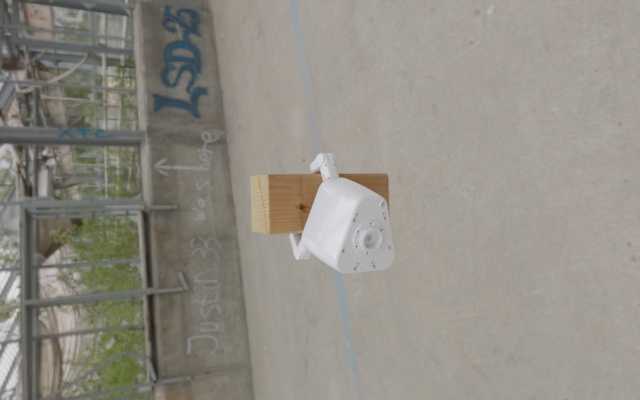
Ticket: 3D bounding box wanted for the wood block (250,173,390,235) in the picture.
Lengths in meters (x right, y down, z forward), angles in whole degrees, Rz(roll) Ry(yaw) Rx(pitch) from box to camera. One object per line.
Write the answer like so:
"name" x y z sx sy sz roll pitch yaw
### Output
"wood block" 0.000 0.002 0.770 0.206 0.091 0.090 -2 1 -25
